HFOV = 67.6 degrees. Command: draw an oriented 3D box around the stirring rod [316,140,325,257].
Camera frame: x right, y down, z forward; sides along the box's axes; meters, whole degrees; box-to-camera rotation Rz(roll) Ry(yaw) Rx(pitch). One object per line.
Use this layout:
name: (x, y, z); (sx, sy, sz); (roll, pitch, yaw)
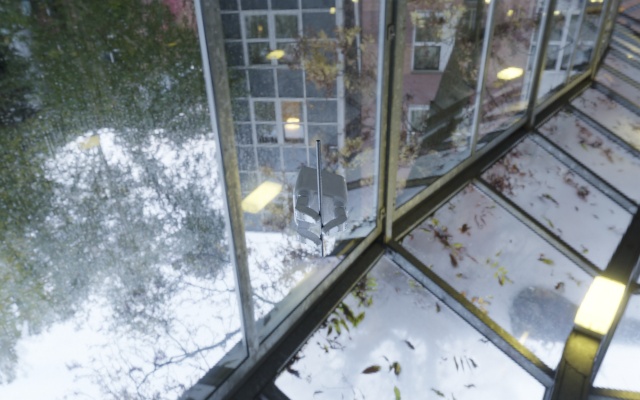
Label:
stirring rod: (0.000, 0.003, 0.870); (0.011, 0.240, 0.011); (-2, 30, 1)
